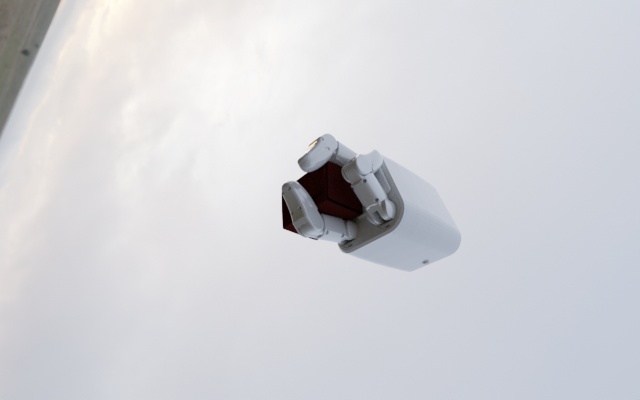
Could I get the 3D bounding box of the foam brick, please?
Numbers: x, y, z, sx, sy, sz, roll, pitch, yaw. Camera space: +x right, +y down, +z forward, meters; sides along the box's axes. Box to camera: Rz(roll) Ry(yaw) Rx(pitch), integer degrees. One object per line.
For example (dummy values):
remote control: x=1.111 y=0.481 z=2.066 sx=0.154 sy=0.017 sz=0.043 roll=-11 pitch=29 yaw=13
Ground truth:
foam brick: x=0.000 y=0.002 z=0.525 sx=0.051 sy=0.053 sz=0.078 roll=22 pitch=-39 yaw=-35
